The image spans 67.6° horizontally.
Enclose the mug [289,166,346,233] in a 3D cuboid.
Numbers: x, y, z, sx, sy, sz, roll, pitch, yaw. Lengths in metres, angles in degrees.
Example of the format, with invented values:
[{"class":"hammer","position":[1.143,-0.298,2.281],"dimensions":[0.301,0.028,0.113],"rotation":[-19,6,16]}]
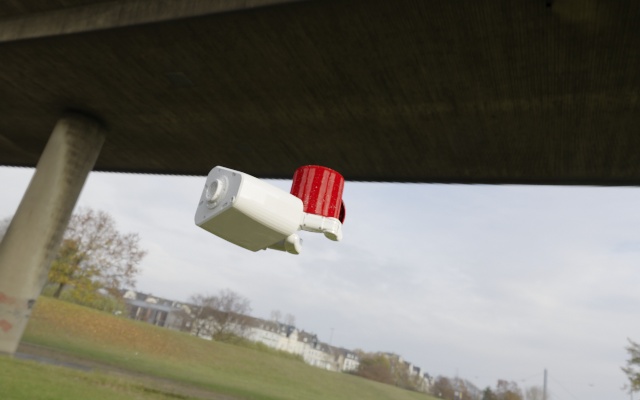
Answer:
[{"class":"mug","position":[0.001,0.003,0.751],"dimensions":[0.093,0.081,0.117],"rotation":[-10,-29,45]}]
